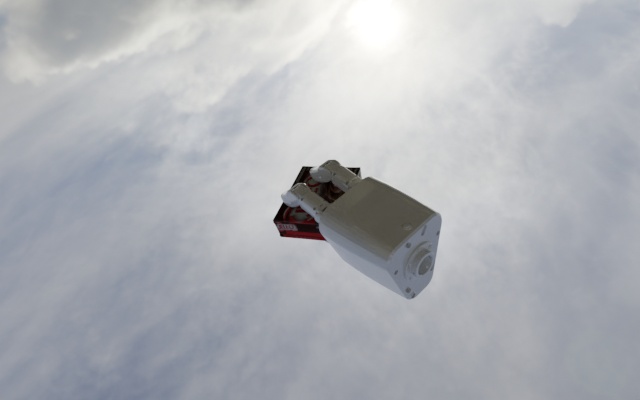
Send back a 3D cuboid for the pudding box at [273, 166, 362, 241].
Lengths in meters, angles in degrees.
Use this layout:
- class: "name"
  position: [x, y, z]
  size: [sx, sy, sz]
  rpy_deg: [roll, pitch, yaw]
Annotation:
- class: "pudding box"
  position: [0.000, 0.002, 0.641]
  size: [0.090, 0.039, 0.113]
  rpy_deg: [4, 43, 23]
